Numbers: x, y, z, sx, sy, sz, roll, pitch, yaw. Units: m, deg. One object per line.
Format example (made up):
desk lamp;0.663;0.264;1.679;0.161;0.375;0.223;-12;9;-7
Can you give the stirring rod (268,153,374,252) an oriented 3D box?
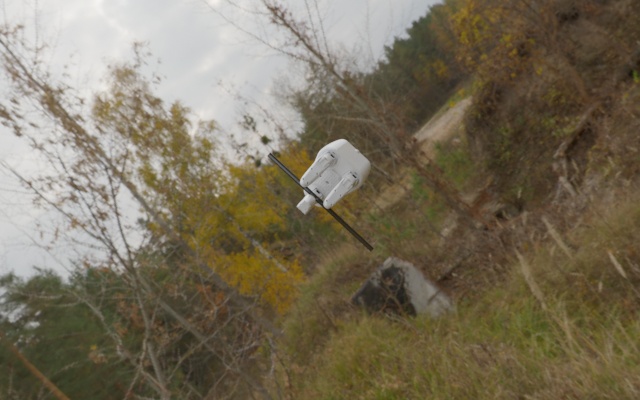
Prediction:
stirring rod;0.000;0.003;0.816;0.239;0.011;0.011;43;0;0
